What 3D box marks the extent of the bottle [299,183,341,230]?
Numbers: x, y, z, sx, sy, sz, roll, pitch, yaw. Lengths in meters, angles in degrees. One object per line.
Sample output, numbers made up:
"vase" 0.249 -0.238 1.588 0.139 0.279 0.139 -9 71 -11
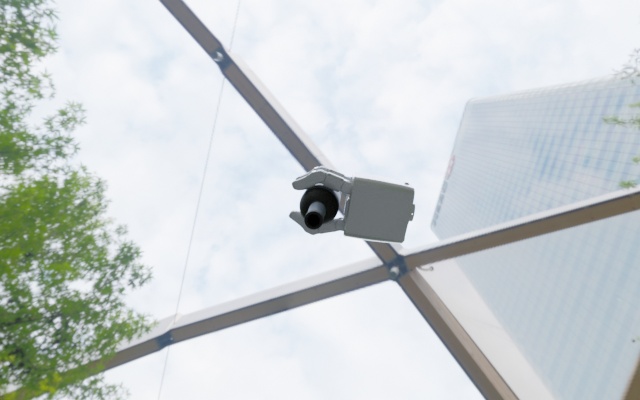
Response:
"bottle" 0.000 0.003 0.835 0.069 0.069 0.295 0 10 4
